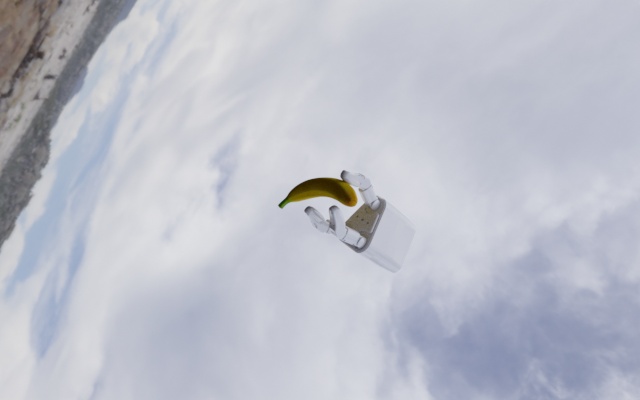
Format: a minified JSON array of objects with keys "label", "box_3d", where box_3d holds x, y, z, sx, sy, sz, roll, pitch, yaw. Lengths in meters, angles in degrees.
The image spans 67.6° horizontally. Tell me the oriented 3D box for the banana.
[{"label":"banana","box_3d":[0.004,-0.013,0.871,0.198,0.069,0.037,-4,-34,47]}]
